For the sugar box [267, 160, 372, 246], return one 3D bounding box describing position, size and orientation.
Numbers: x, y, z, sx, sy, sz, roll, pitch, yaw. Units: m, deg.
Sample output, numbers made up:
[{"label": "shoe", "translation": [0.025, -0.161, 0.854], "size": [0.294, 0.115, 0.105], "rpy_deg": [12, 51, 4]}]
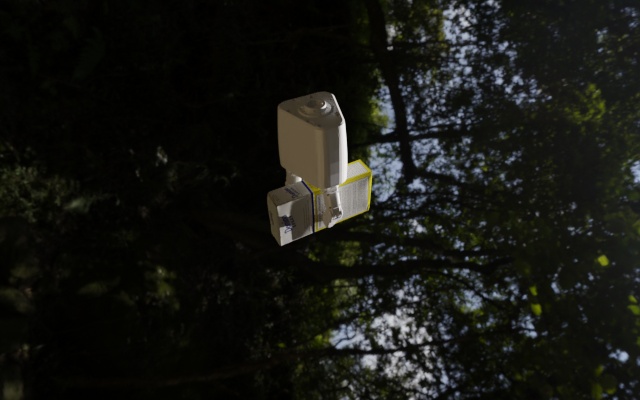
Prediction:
[{"label": "sugar box", "translation": [0.000, 0.002, 0.802], "size": [0.176, 0.093, 0.048], "rpy_deg": [-18, 44, -19]}]
